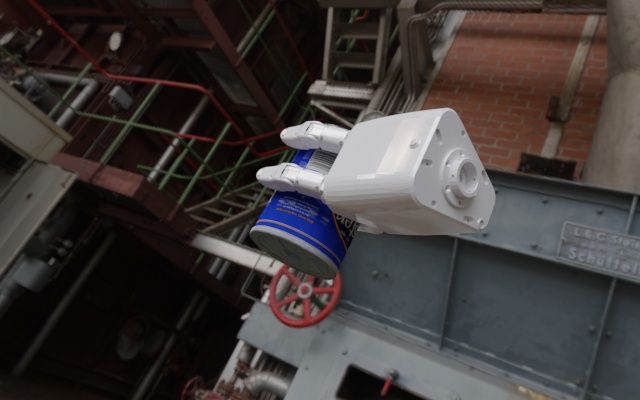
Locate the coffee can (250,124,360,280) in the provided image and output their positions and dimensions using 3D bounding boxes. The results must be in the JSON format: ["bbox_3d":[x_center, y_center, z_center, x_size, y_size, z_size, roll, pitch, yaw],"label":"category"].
[{"bbox_3d":[0.000,0.002,0.529,0.103,0.140,0.103,24,-21,10],"label":"coffee can"}]
